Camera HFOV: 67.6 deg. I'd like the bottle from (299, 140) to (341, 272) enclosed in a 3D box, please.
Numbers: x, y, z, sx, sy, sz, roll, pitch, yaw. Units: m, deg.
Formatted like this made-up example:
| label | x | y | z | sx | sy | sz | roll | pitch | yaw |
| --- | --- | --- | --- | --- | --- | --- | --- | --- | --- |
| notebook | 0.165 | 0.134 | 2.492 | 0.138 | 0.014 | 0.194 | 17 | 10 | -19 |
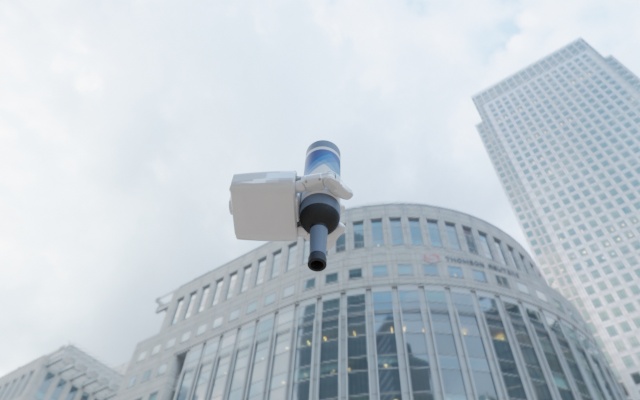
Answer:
| label | x | y | z | sx | sy | sz | roll | pitch | yaw |
| --- | --- | --- | --- | --- | --- | --- | --- | --- | --- |
| bottle | 0.000 | 0.002 | 0.798 | 0.069 | 0.069 | 0.295 | 0 | 38 | 3 |
